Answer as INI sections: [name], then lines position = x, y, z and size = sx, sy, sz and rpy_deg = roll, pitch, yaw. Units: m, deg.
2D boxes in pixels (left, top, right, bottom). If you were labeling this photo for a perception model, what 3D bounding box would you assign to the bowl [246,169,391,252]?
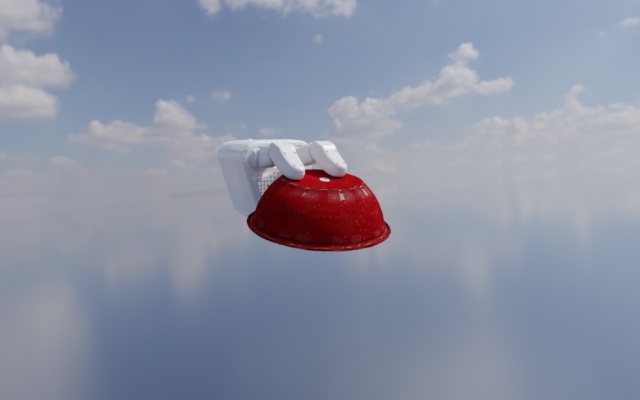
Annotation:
[bowl]
position = 0.001, 0.002, 0.530
size = 0.162, 0.055, 0.162
rpy_deg = 4, 17, -1
